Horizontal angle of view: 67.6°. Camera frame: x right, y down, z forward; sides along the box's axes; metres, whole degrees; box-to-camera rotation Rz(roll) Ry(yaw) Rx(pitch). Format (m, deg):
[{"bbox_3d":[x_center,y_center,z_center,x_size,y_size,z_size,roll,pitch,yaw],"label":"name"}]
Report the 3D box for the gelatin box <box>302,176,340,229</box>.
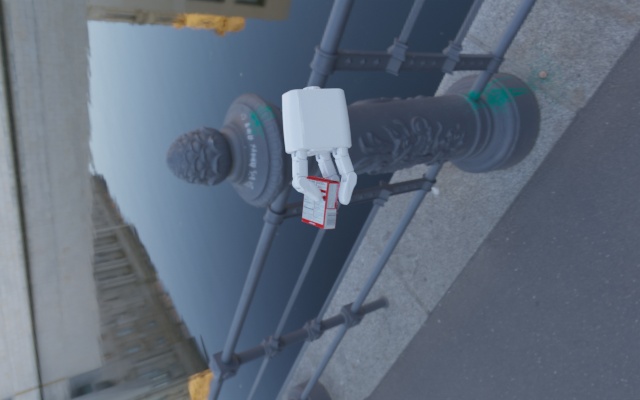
[{"bbox_3d":[0.000,0.003,0.884,0.030,0.089,0.073,1,9,-36],"label":"gelatin box"}]
